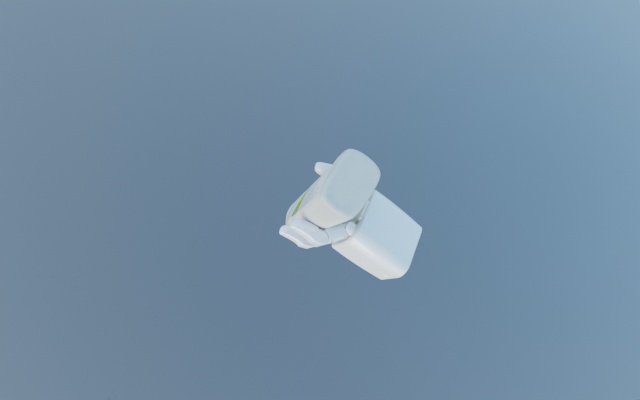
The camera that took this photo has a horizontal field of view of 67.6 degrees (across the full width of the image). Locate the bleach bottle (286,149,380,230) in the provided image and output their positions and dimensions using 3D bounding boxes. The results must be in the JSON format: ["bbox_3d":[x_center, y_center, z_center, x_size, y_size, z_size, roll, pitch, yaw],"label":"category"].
[{"bbox_3d":[0.000,0.003,0.768,0.068,0.102,0.251,36,-21,-9],"label":"bleach bottle"}]
